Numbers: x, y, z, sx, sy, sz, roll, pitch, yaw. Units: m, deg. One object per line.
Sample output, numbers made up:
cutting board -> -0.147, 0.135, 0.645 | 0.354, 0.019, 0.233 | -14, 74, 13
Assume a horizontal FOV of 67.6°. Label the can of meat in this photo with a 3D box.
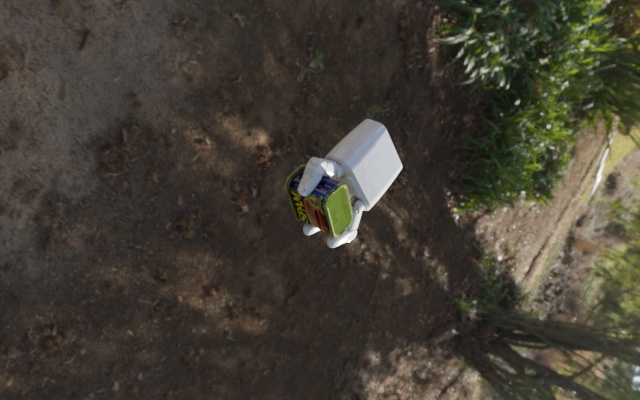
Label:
can of meat -> 0.000, 0.003, 0.758 | 0.084, 0.102, 0.057 | 26, 58, 33
